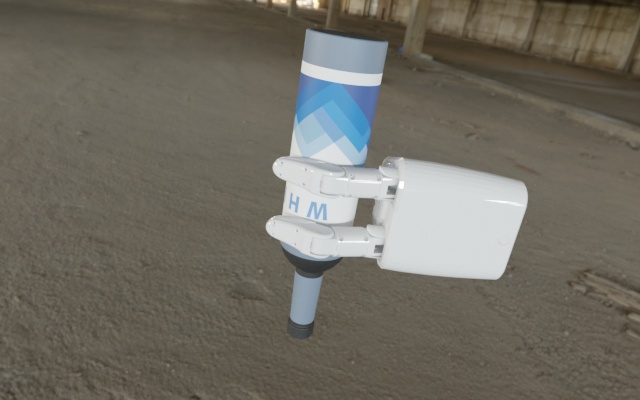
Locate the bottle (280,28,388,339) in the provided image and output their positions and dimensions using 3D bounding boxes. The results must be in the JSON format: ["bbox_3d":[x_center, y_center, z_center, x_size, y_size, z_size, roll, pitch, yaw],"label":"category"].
[{"bbox_3d":[0.000,0.001,0.439,0.069,0.296,0.069,8,23,-3],"label":"bottle"}]
